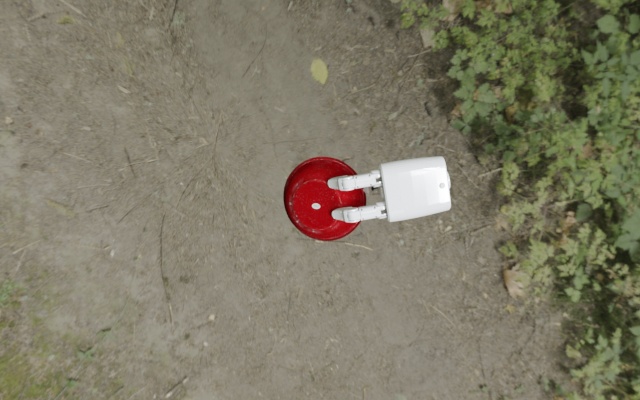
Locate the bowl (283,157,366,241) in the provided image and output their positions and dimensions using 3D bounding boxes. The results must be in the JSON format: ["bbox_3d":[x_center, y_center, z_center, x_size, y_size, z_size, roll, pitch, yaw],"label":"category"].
[{"bbox_3d":[-0.001,0.003,0.872,0.162,0.162,0.055,0,11,15],"label":"bowl"}]
